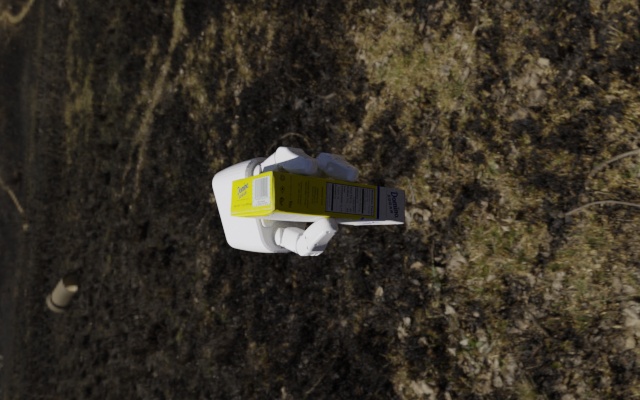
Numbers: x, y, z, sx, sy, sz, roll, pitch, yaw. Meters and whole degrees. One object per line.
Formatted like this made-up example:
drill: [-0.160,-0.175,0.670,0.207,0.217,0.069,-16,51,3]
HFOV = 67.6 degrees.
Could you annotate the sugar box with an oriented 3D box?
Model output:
sugar box: [0.000,0.001,0.532,0.176,0.048,0.093,3,-6,-36]
